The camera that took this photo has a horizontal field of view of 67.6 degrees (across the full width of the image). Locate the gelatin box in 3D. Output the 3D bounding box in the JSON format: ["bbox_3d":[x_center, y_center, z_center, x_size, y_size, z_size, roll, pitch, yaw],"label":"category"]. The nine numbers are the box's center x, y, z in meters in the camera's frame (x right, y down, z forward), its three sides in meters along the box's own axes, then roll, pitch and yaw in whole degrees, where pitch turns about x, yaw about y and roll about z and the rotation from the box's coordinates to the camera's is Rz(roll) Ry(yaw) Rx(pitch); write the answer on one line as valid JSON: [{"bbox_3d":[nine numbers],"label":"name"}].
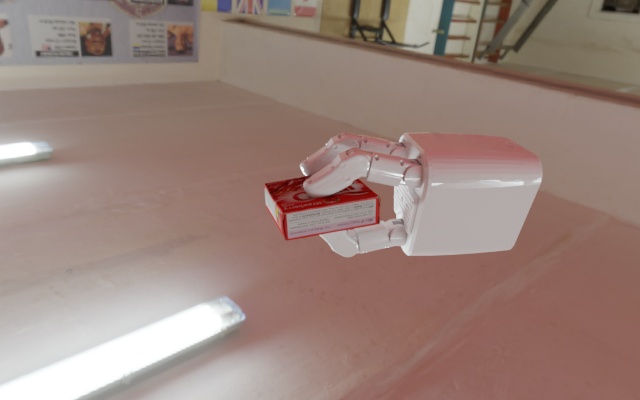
[{"bbox_3d":[0.000,0.002,0.434,0.089,0.030,0.073,-10,25,-15],"label":"gelatin box"}]
